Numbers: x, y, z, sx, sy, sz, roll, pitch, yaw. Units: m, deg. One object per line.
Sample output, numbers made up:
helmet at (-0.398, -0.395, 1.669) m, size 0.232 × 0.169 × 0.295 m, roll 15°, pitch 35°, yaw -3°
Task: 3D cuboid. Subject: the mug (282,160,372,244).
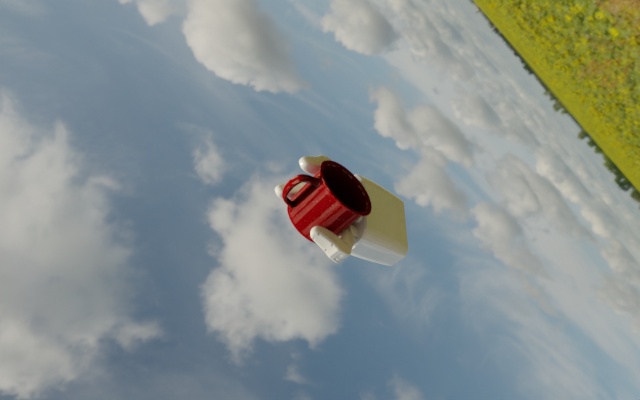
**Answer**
mug at (-0.001, 0.002, 0.644) m, size 0.117 × 0.093 × 0.081 m, roll 24°, pitch -54°, yaw -37°
